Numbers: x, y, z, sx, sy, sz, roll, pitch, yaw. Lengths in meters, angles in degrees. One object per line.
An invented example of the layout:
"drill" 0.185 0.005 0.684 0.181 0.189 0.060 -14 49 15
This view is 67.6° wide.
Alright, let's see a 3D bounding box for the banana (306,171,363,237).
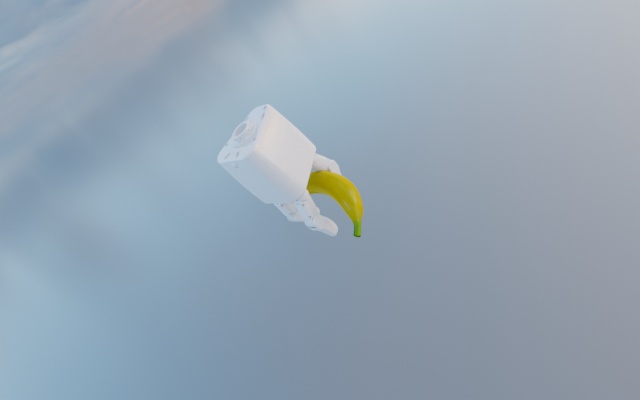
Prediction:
"banana" 0.011 -0.013 0.756 0.037 0.069 0.197 25 5 -38
